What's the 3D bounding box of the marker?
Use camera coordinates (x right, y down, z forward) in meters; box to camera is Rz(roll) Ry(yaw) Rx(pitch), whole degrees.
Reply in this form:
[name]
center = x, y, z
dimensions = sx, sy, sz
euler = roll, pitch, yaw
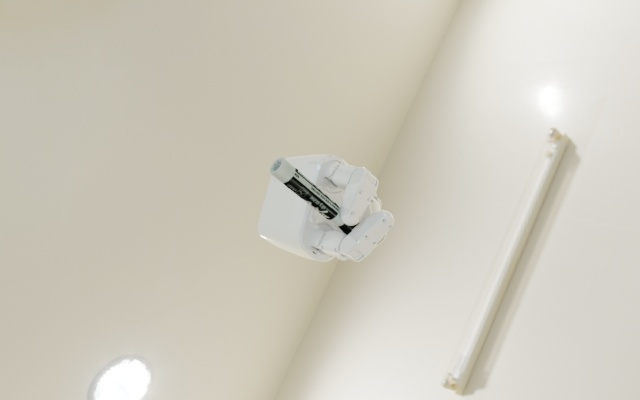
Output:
[marker]
center = 0.000, 0.002, 0.458
dimensions = 0.121, 0.020, 0.020
euler = 40, -23, -31
